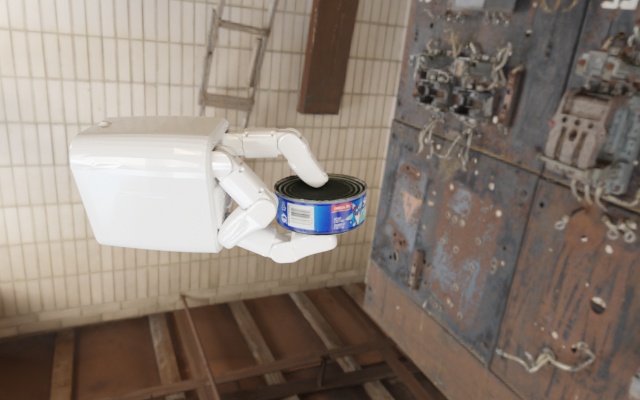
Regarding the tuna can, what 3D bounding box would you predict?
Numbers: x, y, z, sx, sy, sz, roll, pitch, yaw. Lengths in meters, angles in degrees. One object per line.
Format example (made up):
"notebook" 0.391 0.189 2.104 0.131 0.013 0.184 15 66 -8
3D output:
"tuna can" 0.000 0.002 0.444 0.086 0.034 0.086 0 19 0
